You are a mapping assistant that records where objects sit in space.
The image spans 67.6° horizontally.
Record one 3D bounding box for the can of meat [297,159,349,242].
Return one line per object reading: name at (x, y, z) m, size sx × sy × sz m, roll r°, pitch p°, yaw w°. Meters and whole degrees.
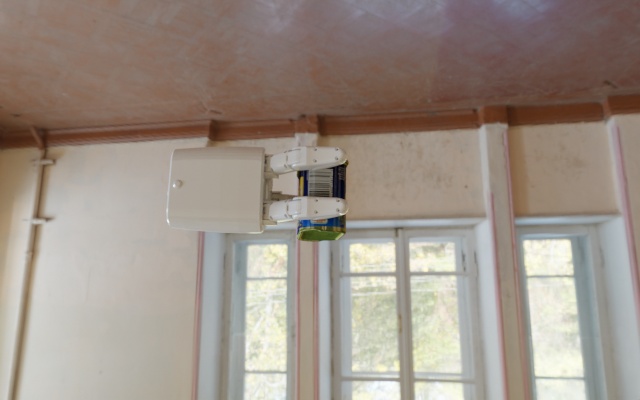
can of meat at (0.000, 0.002, 0.563) m, size 0.057 × 0.084 × 0.102 m, roll 2°, pitch -12°, yaw -5°
